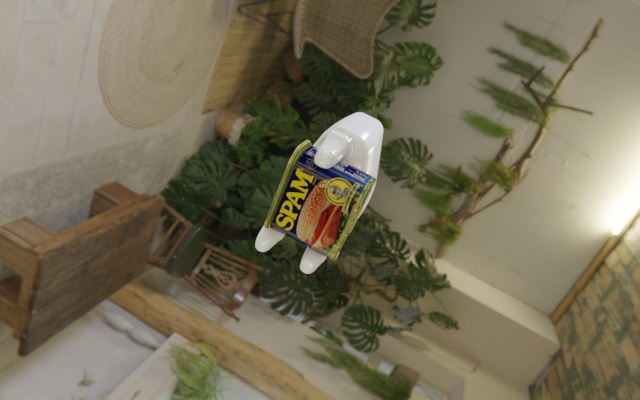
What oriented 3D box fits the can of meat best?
[{"bbox_3d":[0.000,0.002,0.502,0.084,0.102,0.057,27,24,7],"label":"can of meat"}]
